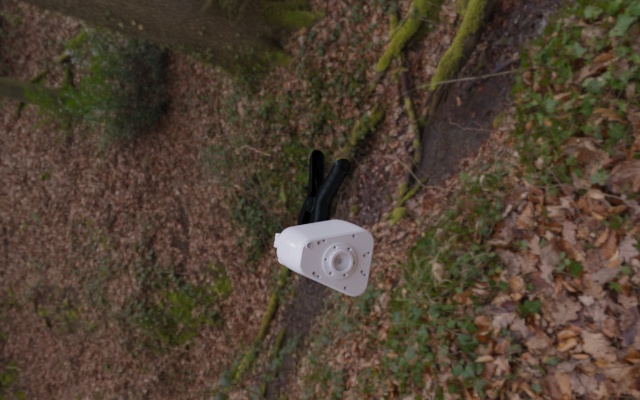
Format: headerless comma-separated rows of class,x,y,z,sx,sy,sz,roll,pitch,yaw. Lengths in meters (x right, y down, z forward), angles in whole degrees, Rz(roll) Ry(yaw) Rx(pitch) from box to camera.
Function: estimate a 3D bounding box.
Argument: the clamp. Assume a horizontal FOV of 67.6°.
clamp,-0.001,0.003,0.755,0.039,0.171,0.120,9,0,-19
